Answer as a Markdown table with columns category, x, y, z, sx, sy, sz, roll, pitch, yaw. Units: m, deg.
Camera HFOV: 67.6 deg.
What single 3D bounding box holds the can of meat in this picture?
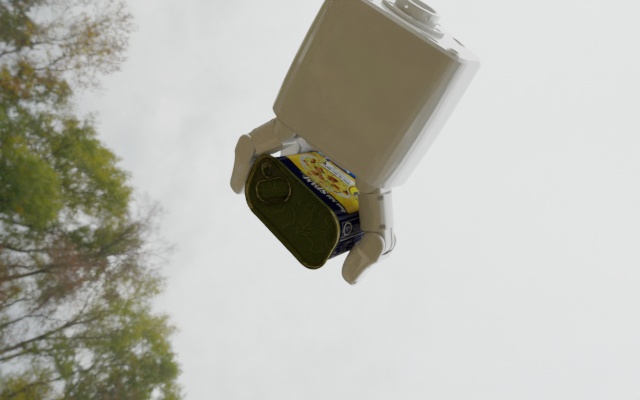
| category | x | y | z | sx | sy | sz | roll | pitch | yaw |
| --- | --- | --- | --- | --- | --- | --- | --- | --- | --- |
| can of meat | 0.000 | 0.001 | 0.410 | 0.102 | 0.057 | 0.084 | 43 | 35 | 25 |
